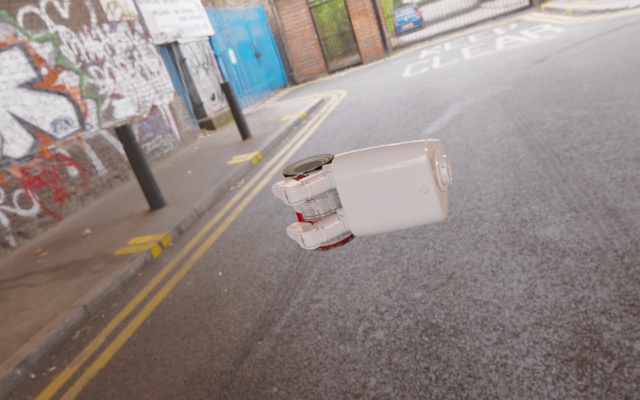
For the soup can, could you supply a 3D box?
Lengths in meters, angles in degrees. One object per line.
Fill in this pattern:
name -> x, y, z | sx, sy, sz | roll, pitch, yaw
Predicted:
soup can -> 0.000, 0.002, 0.584 | 0.068, 0.102, 0.068 | -17, 18, 6
